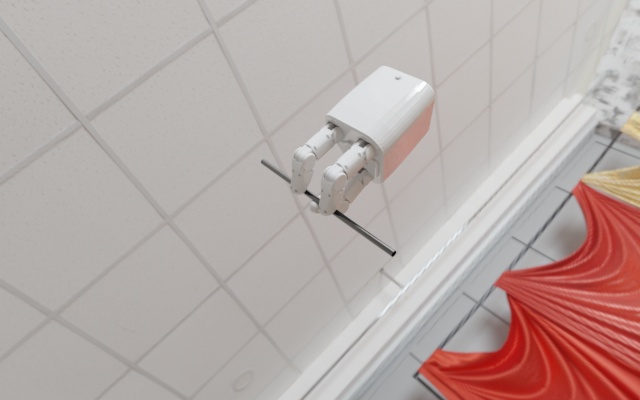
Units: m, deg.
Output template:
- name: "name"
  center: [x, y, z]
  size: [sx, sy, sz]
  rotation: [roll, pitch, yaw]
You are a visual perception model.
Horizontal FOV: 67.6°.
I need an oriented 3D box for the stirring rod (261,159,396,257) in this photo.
- name: "stirring rod"
  center: [0.000, 0.002, 0.586]
  size: [0.011, 0.011, 0.239]
  rotation: [0, 28, -48]
